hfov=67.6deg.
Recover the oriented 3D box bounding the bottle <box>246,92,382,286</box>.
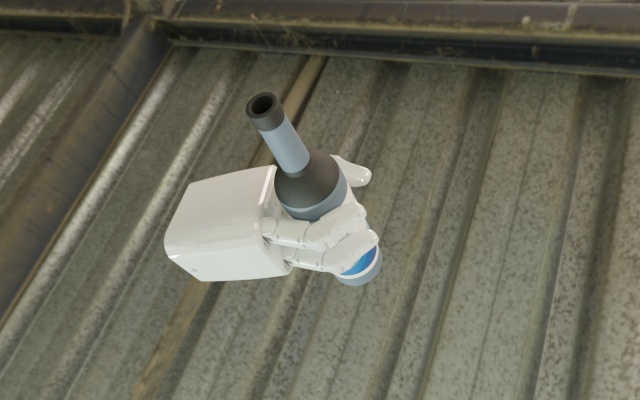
[{"bbox_3d":[0.000,0.002,0.483,0.069,0.069,0.296,0,-31,21],"label":"bottle"}]
